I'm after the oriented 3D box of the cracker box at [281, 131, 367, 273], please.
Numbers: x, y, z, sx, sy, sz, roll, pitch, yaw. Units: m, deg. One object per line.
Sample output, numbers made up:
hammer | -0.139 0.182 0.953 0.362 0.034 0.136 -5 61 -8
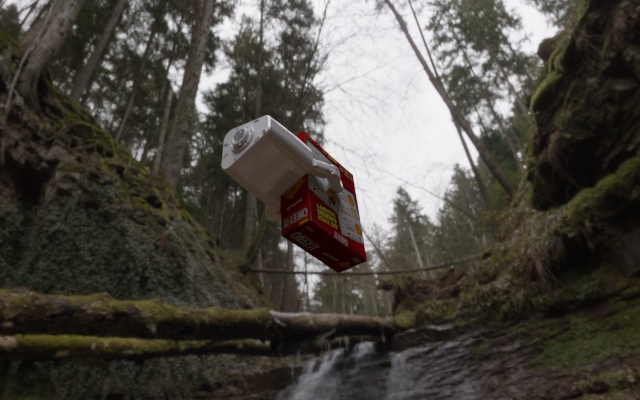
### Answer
cracker box | 0.000 0.003 0.872 0.072 0.213 0.164 -29 -45 26
